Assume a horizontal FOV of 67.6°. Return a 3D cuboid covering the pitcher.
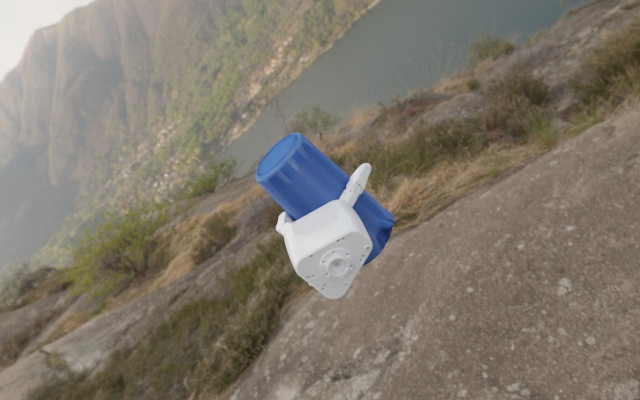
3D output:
[{"bbox_3d":[0.000,0.003,0.837,0.243,0.149,0.145,43,10,-23],"label":"pitcher"}]
